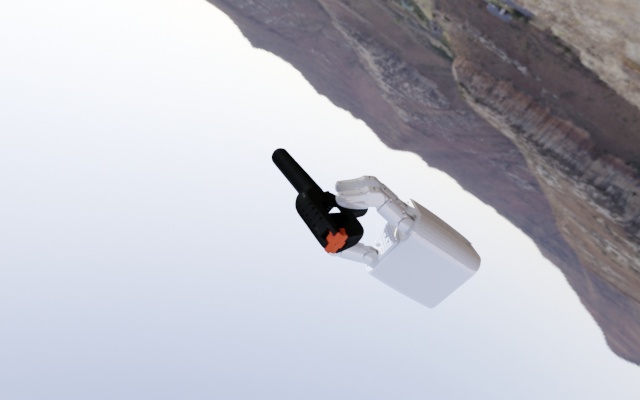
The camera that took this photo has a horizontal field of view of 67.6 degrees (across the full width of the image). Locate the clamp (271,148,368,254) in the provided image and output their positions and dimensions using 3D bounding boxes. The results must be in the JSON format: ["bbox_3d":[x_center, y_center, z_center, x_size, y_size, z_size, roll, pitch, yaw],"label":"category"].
[{"bbox_3d":[0.000,0.003,0.610,0.164,0.036,0.210,33,16,-10],"label":"clamp"}]
